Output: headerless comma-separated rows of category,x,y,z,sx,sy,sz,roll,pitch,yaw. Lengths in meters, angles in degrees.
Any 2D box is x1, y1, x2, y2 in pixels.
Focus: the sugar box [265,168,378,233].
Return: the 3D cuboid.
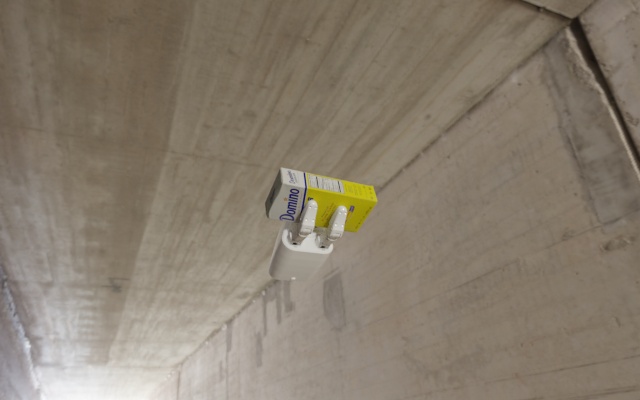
sugar box,0.000,0.003,0.836,0.176,0.048,0.093,8,-45,-22
